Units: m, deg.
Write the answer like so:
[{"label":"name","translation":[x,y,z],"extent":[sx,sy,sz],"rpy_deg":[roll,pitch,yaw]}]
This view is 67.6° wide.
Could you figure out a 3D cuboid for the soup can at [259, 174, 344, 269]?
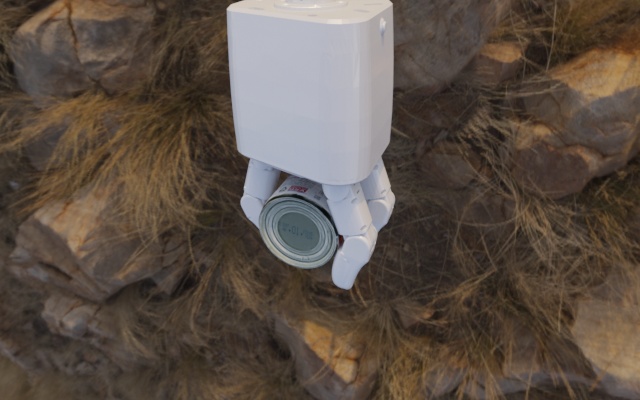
[{"label":"soup can","translation":[0.000,0.002,0.403],"extent":[0.068,0.068,0.102],"rpy_deg":[0,29,24]}]
